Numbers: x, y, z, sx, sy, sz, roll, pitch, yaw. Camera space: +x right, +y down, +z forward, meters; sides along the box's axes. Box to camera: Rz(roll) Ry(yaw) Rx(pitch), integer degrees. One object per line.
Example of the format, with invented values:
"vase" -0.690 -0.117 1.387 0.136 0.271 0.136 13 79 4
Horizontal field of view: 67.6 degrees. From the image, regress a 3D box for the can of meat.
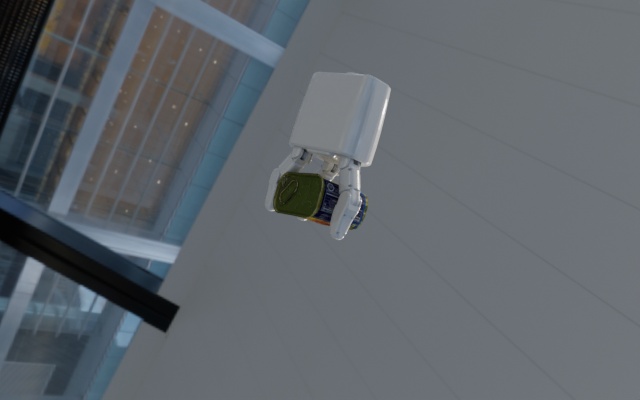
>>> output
"can of meat" 0.000 0.002 0.636 0.084 0.057 0.102 19 -7 -36
